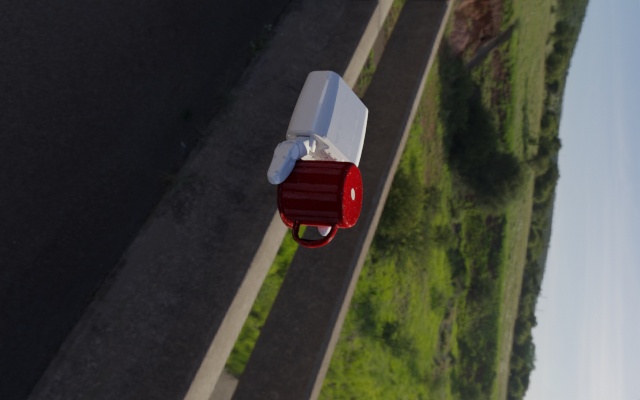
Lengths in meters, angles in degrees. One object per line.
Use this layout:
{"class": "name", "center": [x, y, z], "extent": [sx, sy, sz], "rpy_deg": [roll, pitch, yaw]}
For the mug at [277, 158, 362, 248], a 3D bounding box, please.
{"class": "mug", "center": [0.000, 0.003, 0.589], "extent": [0.081, 0.117, 0.093], "rpy_deg": [3, -26, 23]}
